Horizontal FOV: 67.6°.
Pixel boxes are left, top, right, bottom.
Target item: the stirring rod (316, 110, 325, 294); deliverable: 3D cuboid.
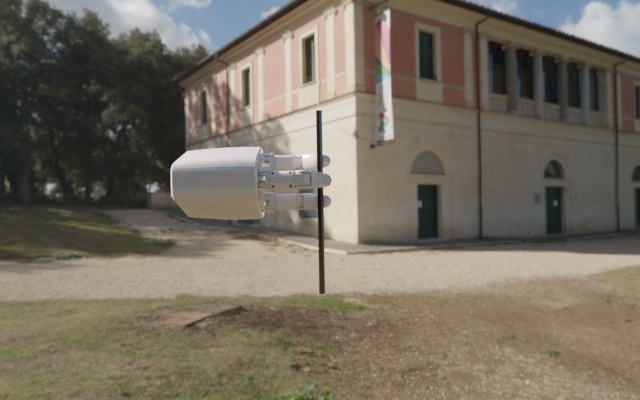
[{"bbox_3d":[0.000,0.002,0.628,0.011,0.239,0.011,-1,0,0],"label":"stirring rod"}]
